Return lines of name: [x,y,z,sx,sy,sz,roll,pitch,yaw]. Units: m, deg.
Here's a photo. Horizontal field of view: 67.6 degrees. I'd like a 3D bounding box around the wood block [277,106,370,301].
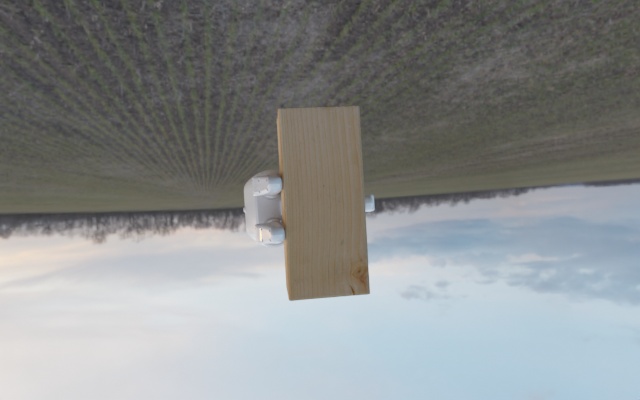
wood block: [0.000,0.002,0.555,0.091,0.206,0.090,-4,0,-6]
